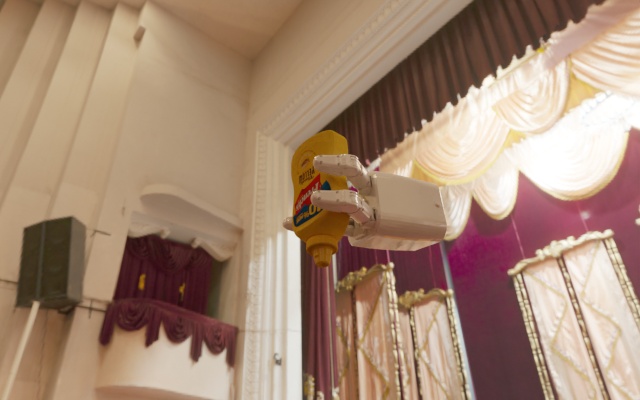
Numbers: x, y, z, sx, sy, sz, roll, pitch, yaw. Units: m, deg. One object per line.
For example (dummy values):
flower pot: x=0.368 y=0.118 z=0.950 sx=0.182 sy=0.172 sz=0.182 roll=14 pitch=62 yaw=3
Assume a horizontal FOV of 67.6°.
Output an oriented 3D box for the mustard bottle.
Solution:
mustard bottle: x=0.000 y=0.002 z=0.655 sx=0.058 sy=0.191 sz=0.096 roll=25 pitch=-42 yaw=-36
